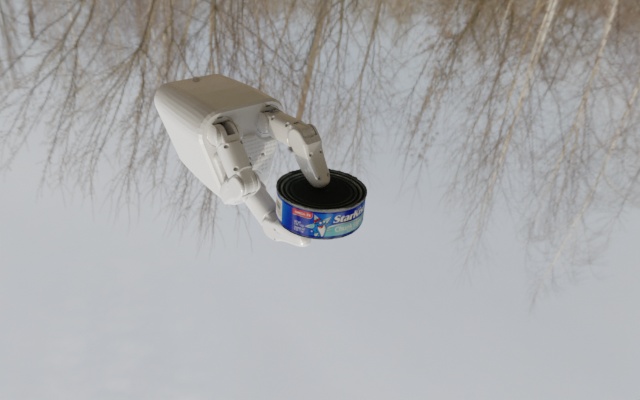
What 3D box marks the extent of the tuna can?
[{"bbox_3d":[0.000,0.002,0.455,0.086,0.034,0.086,4,29,-2],"label":"tuna can"}]
